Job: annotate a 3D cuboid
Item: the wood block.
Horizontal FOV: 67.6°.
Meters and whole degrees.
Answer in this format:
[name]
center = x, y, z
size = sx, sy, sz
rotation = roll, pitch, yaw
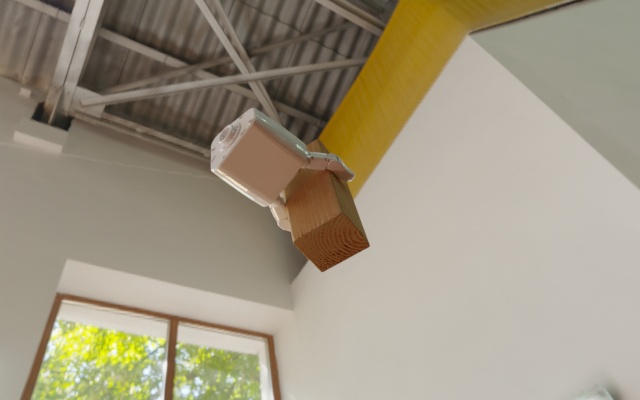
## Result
[wood block]
center = 0.000, 0.002, 0.789
size = 0.091, 0.206, 0.090
rotation = -30, -52, 12
